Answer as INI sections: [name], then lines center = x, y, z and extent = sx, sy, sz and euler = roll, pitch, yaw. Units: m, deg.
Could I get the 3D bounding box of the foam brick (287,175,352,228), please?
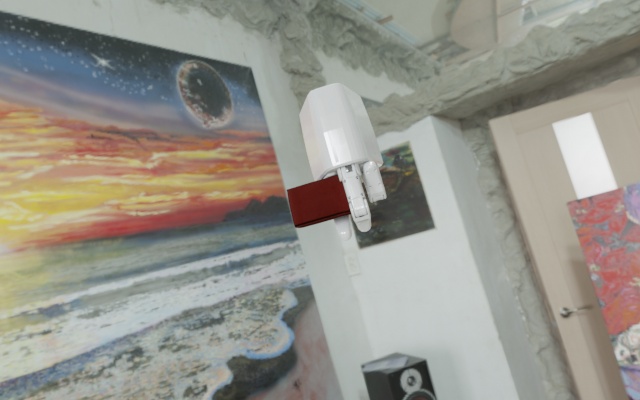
[foam brick]
center = 0.000, 0.002, 0.636
extent = 0.078, 0.051, 0.053
euler = -16, -6, 4
